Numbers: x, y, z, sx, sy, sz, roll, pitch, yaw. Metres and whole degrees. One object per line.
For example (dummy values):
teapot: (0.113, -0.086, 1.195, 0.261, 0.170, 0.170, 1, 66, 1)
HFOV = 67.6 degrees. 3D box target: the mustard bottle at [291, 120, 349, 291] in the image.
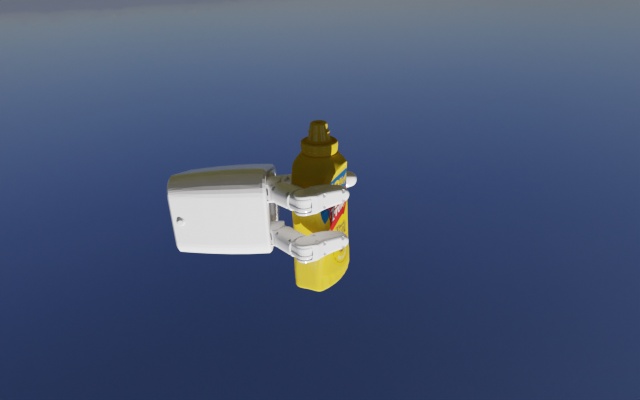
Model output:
mustard bottle: (0.000, 0.002, 0.554, 0.058, 0.192, 0.096, 10, 28, 23)
